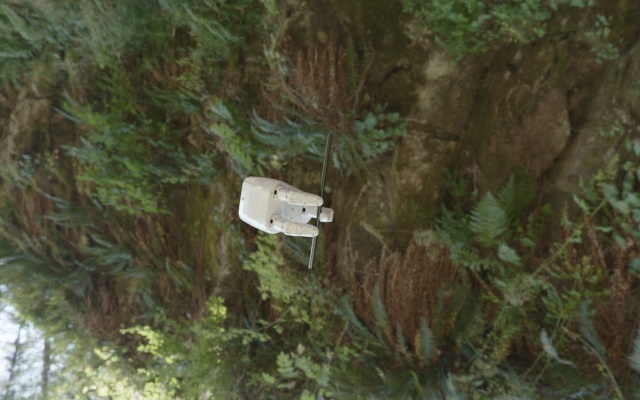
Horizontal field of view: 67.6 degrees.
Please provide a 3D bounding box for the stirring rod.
[{"bbox_3d":[0.000,0.003,0.843,0.011,0.239,0.011,8,5,-1],"label":"stirring rod"}]
